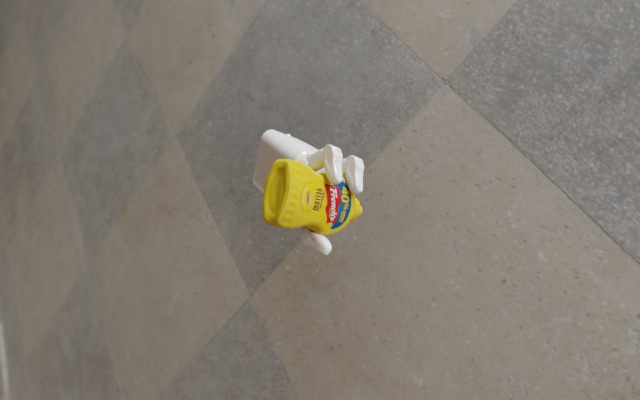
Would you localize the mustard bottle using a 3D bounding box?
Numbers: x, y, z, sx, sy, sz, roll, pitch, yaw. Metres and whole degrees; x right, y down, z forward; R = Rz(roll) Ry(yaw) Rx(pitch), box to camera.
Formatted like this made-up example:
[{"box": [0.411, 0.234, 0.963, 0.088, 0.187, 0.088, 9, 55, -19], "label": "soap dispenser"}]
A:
[{"box": [0.000, 0.002, 0.731, 0.058, 0.096, 0.192, 5, -6, 42], "label": "mustard bottle"}]
